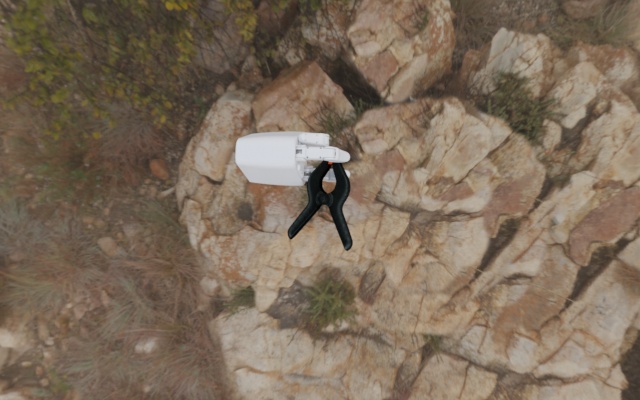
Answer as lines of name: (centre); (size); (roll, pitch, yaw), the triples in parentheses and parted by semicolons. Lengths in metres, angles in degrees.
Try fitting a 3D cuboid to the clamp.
clamp: (0.000, 0.003, 0.856); (0.120, 0.171, 0.039); (1, -2, 9)
